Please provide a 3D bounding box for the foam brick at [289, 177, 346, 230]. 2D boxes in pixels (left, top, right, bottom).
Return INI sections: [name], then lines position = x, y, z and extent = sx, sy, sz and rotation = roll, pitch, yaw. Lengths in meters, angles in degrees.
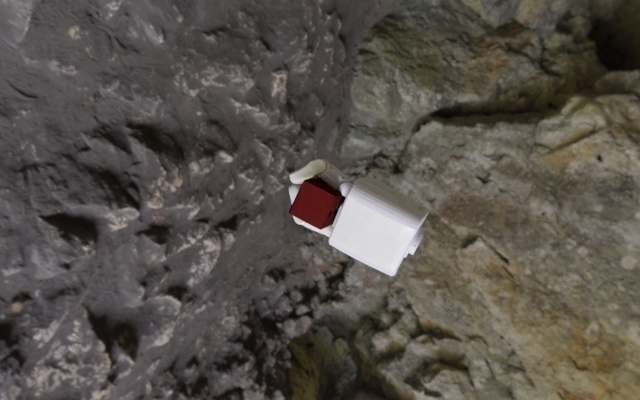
[foam brick]
position = 0.000, 0.002, 0.670
extent = 0.051, 0.053, 0.078
rotation = 29, 14, 13
